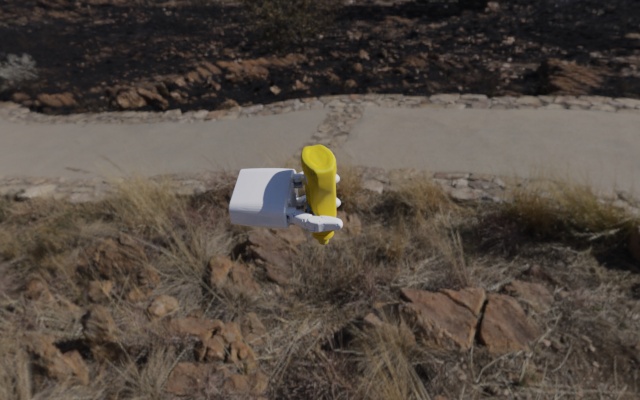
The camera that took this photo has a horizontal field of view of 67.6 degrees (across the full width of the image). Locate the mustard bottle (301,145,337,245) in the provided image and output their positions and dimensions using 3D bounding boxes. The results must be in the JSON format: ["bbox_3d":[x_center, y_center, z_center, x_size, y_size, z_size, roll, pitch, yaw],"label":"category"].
[{"bbox_3d":[0.000,0.003,0.868,0.058,0.192,0.096,-11,36,-11],"label":"mustard bottle"}]
